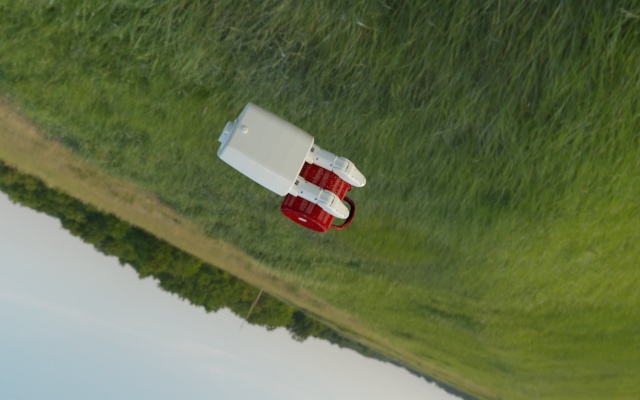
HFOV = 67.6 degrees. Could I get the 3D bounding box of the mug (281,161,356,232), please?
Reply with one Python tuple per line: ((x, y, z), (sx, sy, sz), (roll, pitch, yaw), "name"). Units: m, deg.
((0.001, 0.003, 0.742), (0.117, 0.081, 0.093), (30, -15, -16), "mug")
